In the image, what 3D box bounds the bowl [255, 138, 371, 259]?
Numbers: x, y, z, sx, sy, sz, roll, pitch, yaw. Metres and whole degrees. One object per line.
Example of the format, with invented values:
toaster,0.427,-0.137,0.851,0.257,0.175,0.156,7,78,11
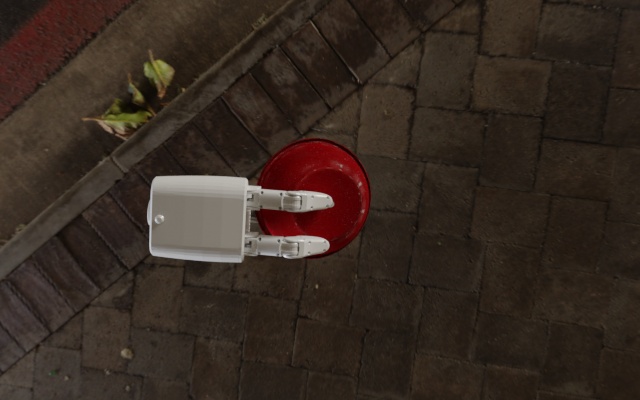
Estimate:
bowl,0.001,0.002,0.607,0.162,0.162,0.055,0,8,-18
